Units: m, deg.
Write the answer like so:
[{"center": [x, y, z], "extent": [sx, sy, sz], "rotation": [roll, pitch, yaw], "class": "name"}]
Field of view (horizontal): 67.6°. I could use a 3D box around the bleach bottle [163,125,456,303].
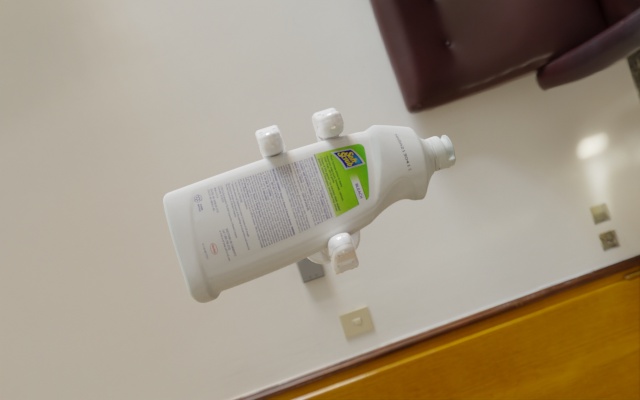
[{"center": [0.000, 0.001, 0.421], "extent": [0.251, 0.102, 0.068], "rotation": [-18, -7, -5], "class": "bleach bottle"}]
